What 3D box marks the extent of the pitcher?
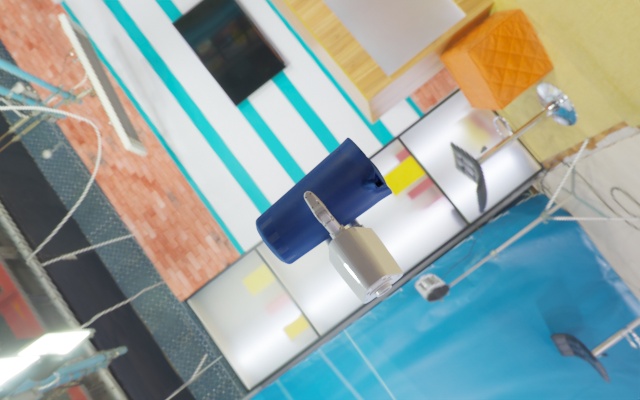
[{"bbox_3d":[0.000,0.003,0.897,0.243,0.145,0.149,-38,-21,2],"label":"pitcher"}]
